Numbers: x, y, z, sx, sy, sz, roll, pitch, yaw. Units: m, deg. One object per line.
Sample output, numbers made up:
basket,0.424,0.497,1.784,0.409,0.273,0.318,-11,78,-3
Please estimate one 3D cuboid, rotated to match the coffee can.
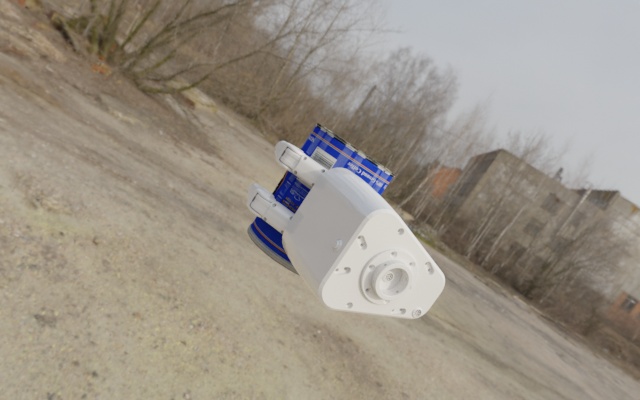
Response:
coffee can,0.000,0.002,0.524,0.103,0.140,0.103,33,7,-4
